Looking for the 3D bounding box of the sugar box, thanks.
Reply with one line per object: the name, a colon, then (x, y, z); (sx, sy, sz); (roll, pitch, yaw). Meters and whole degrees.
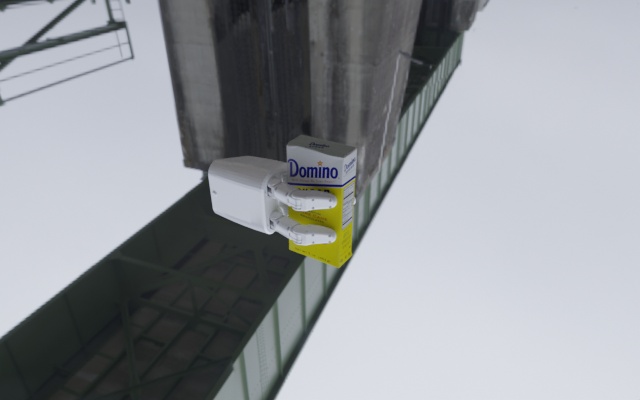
sugar box: (0.000, 0.003, 0.681); (0.093, 0.176, 0.048); (16, 35, 28)
